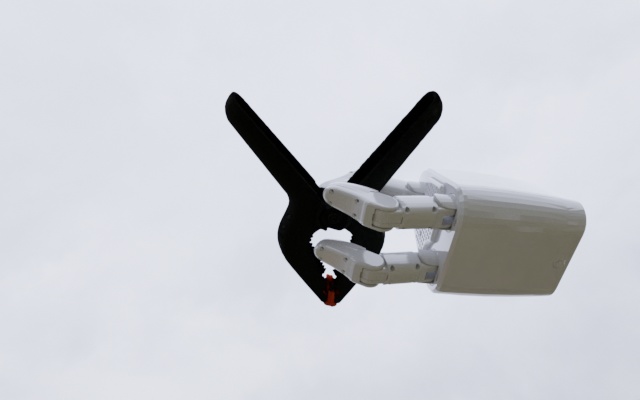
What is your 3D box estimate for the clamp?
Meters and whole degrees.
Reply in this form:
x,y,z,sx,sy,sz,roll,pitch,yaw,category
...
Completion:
x,y,z,sx,sy,sz,roll,pitch,yaw,category
0.000,0.001,0.406,0.164,0.210,0.036,6,30,-5,clamp
